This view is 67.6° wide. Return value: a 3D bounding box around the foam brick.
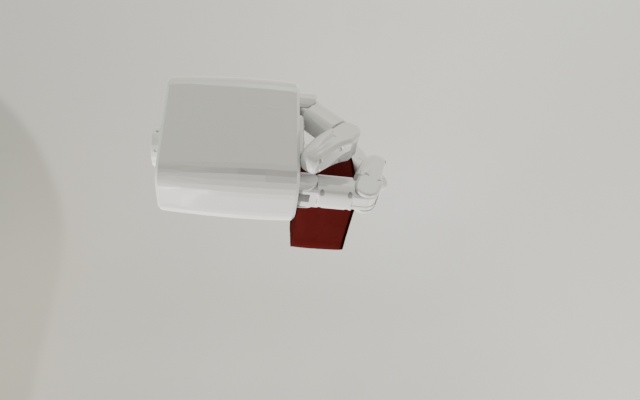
[{"bbox_3d":[0.000,0.002,0.441,0.051,0.053,0.078,2,-44,-10],"label":"foam brick"}]
